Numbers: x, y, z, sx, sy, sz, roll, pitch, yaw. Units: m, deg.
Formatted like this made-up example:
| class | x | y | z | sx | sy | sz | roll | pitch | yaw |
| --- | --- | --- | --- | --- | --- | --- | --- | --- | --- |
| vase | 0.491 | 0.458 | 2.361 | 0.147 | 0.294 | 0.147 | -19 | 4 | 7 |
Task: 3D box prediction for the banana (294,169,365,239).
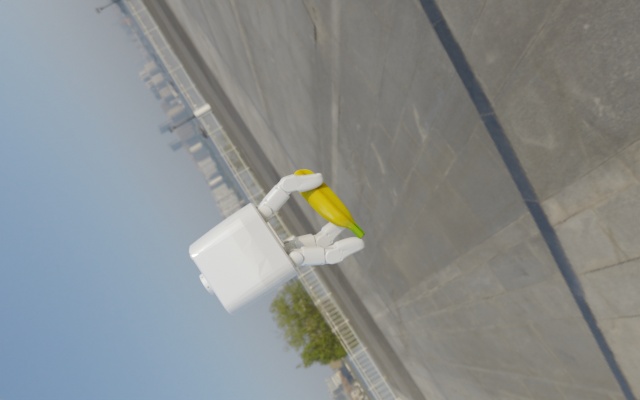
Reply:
| class | x | y | z | sx | sy | sz | roll | pitch | yaw |
| --- | --- | --- | --- | --- | --- | --- | --- | --- | --- |
| banana | -0.006 | -0.009 | 0.709 | 0.037 | 0.070 | 0.197 | -36 | 38 | -5 |
